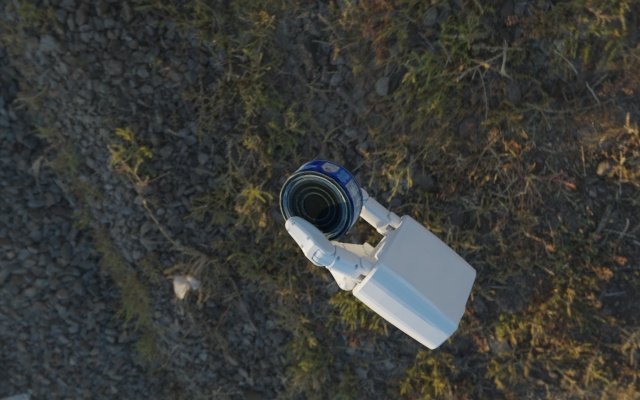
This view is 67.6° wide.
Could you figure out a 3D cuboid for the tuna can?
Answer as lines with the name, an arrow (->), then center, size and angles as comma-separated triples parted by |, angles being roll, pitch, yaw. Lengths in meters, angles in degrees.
tuna can -> 0.000, 0.002, 0.512 | 0.086, 0.086, 0.033 | 0, 23, 25
